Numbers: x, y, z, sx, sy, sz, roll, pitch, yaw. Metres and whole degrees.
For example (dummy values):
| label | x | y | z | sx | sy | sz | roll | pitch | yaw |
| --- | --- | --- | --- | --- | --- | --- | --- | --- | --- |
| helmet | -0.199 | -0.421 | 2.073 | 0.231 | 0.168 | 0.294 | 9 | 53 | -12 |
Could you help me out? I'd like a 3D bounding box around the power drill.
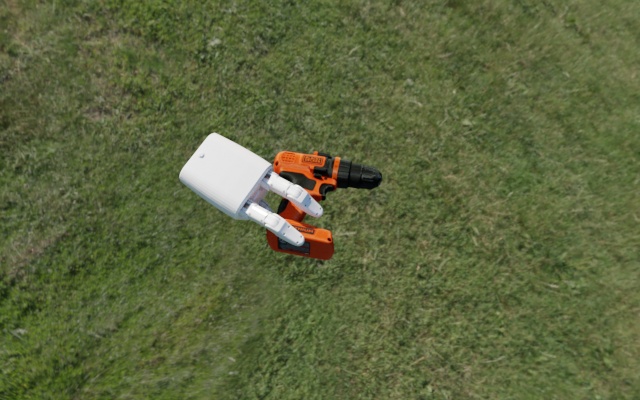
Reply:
| label | x | y | z | sx | sy | sz | roll | pitch | yaw |
| --- | --- | --- | --- | --- | --- | --- | --- | --- | --- |
| power drill | 0.000 | 0.003 | 0.769 | 0.184 | 0.187 | 0.057 | 8 | -40 | 7 |
